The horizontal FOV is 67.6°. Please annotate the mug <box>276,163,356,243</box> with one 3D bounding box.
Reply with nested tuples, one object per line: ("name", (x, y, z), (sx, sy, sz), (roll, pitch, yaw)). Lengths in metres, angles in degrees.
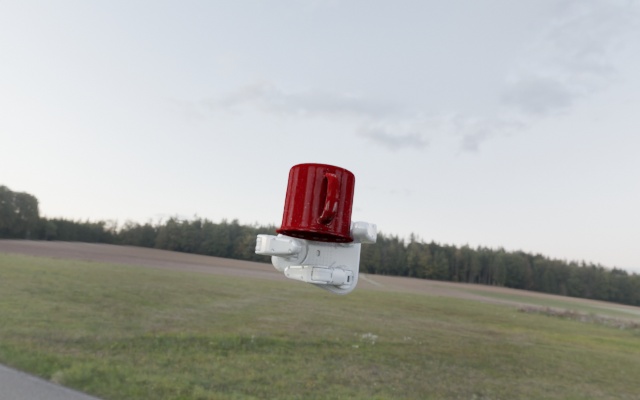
("mug", (0.000, 0.001, 0.559), (0.093, 0.081, 0.117), (9, -11, -9))
